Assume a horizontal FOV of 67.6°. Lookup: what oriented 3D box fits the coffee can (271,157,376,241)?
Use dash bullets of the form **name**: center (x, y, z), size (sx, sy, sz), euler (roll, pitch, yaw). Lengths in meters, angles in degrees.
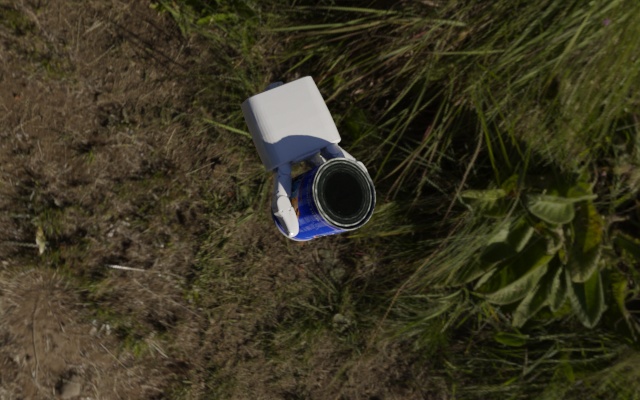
- **coffee can**: center (0.000, 0.003, 0.712), size (0.103, 0.103, 0.140), euler (0, -10, -30)
